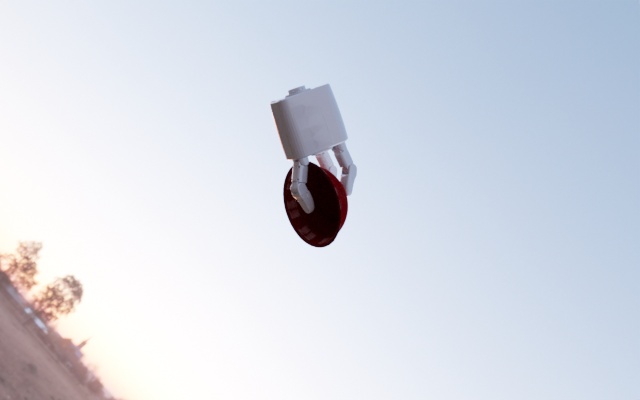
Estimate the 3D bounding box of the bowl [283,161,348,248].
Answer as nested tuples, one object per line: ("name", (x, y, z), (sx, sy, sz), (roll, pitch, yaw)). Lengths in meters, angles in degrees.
("bowl", (0.000, 0.004, 0.879), (0.055, 0.162, 0.162), (-16, 10, -39))
